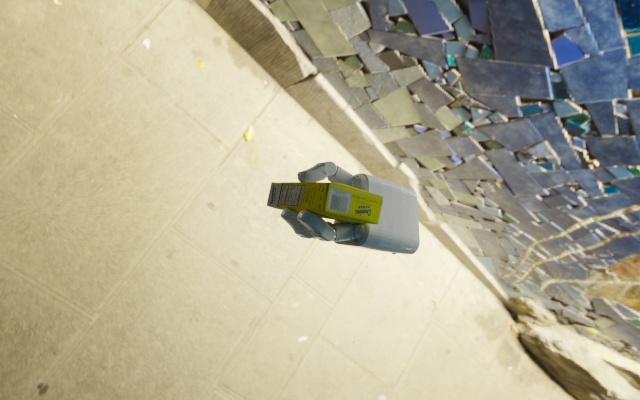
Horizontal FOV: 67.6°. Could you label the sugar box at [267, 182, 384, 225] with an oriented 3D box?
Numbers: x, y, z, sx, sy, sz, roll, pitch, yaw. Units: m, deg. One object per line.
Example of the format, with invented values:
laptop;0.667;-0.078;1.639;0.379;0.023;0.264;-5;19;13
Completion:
sugar box;0.000;0.003;0.699;0.093;0.048;0.176;15;-8;-30
